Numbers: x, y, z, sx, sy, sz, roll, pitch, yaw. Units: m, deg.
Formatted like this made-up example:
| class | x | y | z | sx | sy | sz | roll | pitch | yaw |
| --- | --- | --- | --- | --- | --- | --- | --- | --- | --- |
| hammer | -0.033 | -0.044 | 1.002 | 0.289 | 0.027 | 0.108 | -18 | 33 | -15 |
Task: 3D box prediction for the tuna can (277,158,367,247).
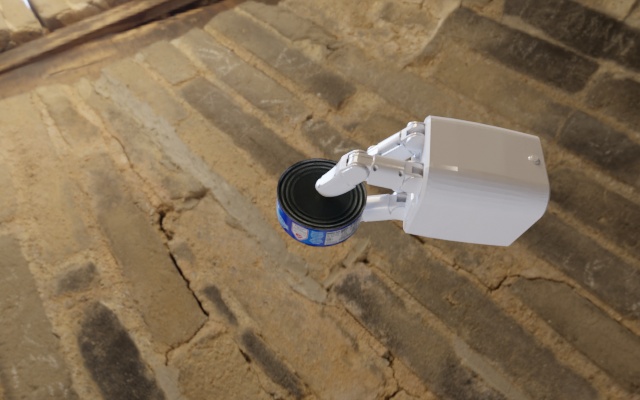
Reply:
| class | x | y | z | sx | sy | sz | roll | pitch | yaw |
| --- | --- | --- | --- | --- | --- | --- | --- | --- | --- |
| tuna can | 0.000 | 0.002 | 0.461 | 0.086 | 0.086 | 0.034 | 0 | -37 | -7 |
